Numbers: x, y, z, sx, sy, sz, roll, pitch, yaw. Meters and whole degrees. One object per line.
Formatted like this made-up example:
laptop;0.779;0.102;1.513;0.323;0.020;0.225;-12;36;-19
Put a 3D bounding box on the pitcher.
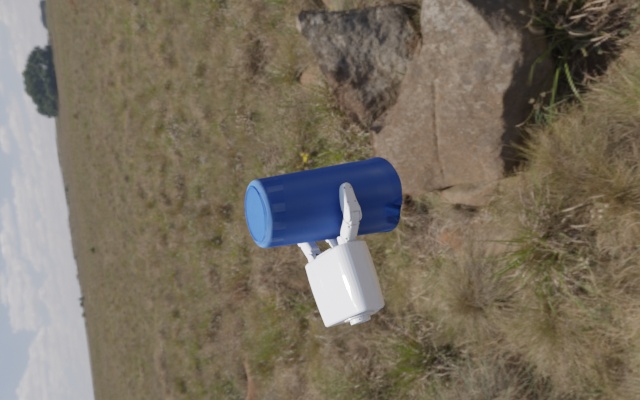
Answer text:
pitcher;0.000;0.003;0.796;0.243;0.145;0.149;-8;-21;-27
